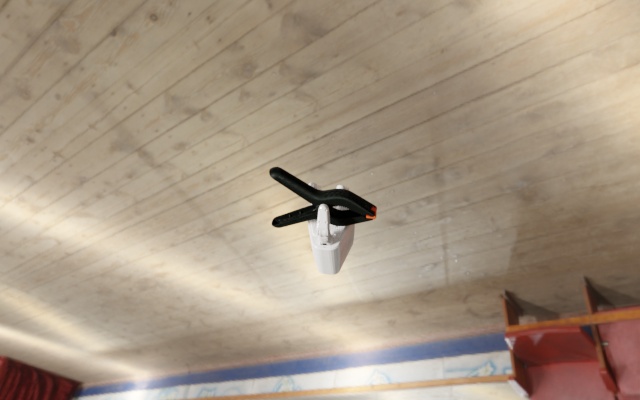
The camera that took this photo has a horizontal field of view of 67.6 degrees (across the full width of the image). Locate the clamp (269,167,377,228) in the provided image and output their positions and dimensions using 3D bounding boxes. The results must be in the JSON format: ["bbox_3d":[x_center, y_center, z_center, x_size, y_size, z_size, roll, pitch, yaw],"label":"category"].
[{"bbox_3d":[0.001,0.004,0.892,0.210,0.036,0.165,4,-39,8],"label":"clamp"}]
